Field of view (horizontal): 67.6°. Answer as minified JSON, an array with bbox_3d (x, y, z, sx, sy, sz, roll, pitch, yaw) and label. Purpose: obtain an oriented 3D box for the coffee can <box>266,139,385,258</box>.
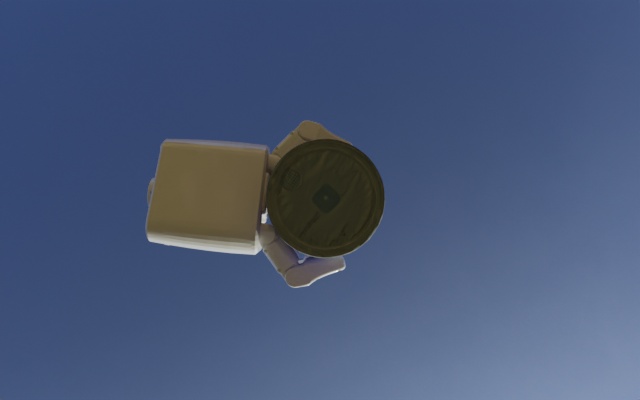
[{"bbox_3d":[0.000,0.002,0.476,0.103,0.103,0.140,0,-3,-4],"label":"coffee can"}]
